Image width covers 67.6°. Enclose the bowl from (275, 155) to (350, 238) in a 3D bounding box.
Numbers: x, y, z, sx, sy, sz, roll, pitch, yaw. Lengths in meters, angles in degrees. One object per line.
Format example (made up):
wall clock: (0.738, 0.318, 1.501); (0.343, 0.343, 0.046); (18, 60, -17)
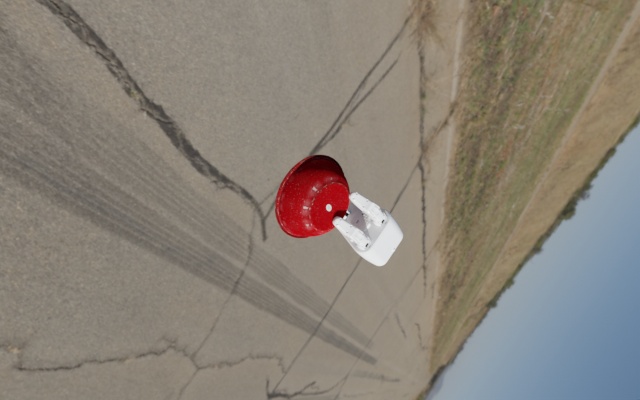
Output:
bowl: (0.000, 0.003, 0.848); (0.162, 0.162, 0.055); (0, 20, -42)
